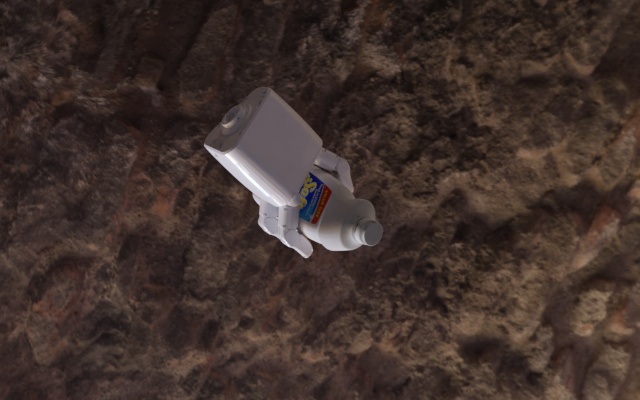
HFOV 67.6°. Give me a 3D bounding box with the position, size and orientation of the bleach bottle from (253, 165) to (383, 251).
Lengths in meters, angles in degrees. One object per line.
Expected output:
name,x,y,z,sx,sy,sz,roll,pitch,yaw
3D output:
bleach bottle,0.000,0.002,0.656,0.068,0.102,0.250,43,-11,-34
